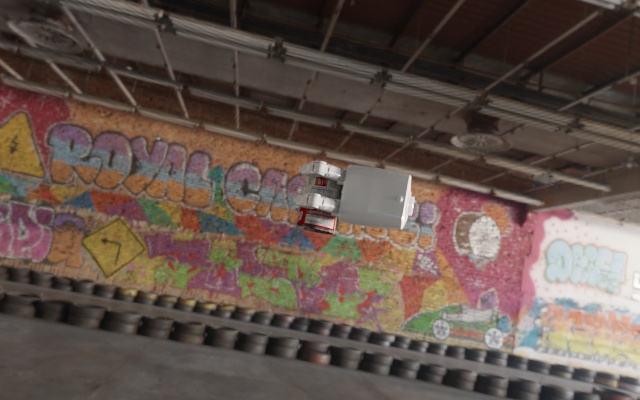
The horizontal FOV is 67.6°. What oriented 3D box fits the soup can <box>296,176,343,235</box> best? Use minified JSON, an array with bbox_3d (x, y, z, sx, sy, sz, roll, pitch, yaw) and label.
[{"bbox_3d":[0.000,0.002,0.829,0.068,0.102,0.068,11,-8,2],"label":"soup can"}]
